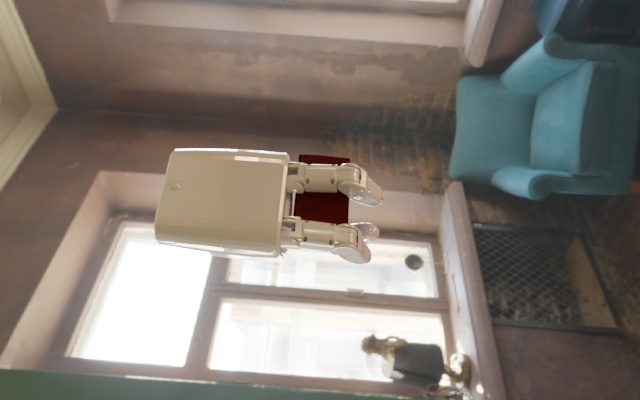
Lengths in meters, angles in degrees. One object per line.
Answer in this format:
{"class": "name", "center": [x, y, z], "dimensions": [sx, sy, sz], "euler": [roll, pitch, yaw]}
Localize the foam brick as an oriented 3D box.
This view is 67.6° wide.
{"class": "foam brick", "center": [0.000, 0.001, 0.463], "dimensions": [0.051, 0.078, 0.053], "euler": [5, -27, -2]}
